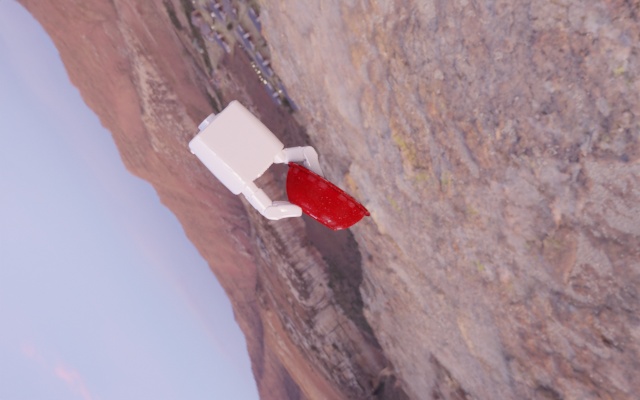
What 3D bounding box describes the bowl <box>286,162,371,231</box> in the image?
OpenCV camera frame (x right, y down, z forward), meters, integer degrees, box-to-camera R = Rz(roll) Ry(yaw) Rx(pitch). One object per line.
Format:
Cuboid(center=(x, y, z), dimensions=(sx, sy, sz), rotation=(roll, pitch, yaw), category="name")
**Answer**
Cuboid(center=(0.001, 0.004, 0.783), dimensions=(0.162, 0.055, 0.162), rotation=(32, -5, 3), category="bowl")
